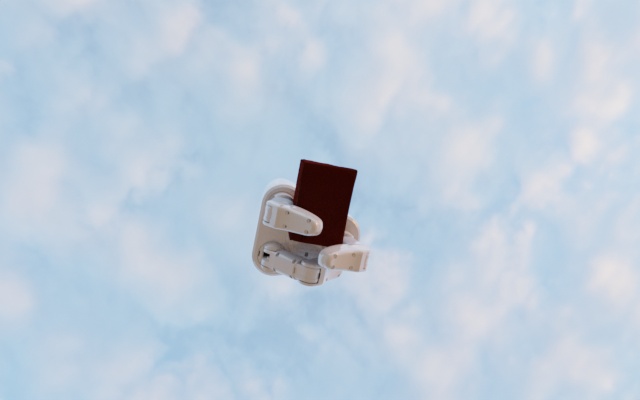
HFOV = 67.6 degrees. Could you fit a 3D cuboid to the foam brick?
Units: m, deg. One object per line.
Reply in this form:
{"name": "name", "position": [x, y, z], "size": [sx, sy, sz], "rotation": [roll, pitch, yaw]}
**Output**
{"name": "foam brick", "position": [0.000, 0.001, 0.466], "size": [0.053, 0.078, 0.051], "rotation": [11, 8, -7]}
